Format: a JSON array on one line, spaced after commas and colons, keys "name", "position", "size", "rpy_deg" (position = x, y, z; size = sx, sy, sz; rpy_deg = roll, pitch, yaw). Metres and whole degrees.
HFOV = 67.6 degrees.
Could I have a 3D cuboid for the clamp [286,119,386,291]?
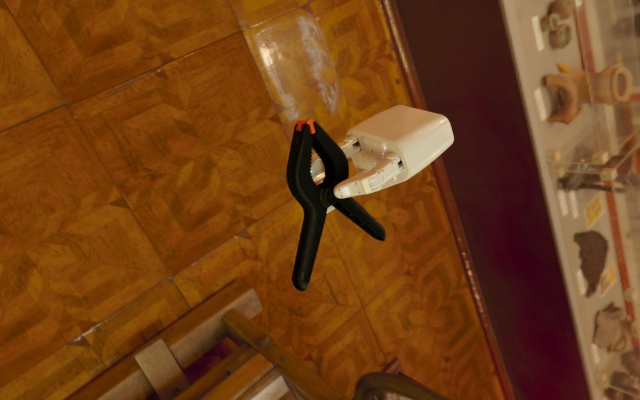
[{"name": "clamp", "position": [0.001, 0.001, 0.617], "size": [0.164, 0.210, 0.036], "rpy_deg": [-35, 24, -32]}]
